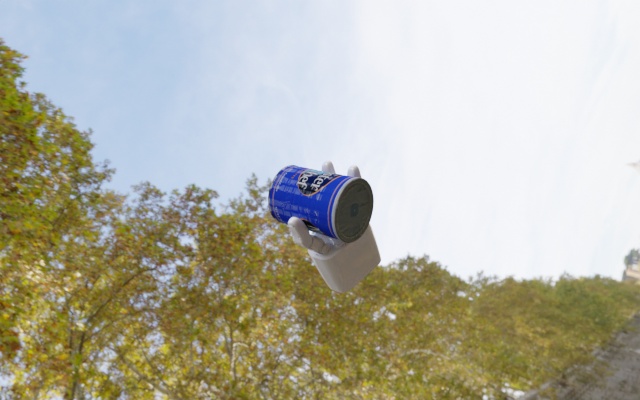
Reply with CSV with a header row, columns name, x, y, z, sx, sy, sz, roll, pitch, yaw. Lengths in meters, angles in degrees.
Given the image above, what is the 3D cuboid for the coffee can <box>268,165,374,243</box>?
name,x,y,z,sx,sy,sz,roll,pitch,yaw
coffee can,0.000,0.002,0.774,0.140,0.103,0.103,14,9,38
